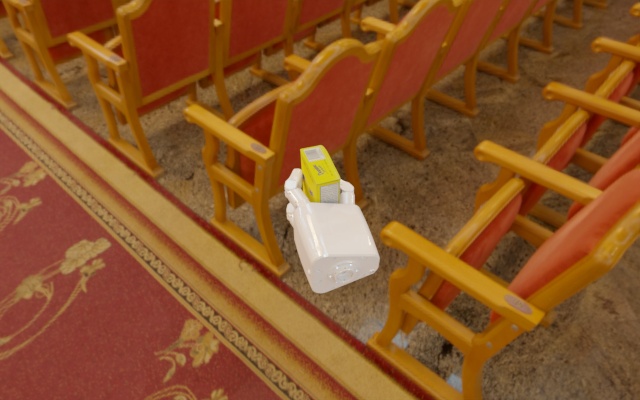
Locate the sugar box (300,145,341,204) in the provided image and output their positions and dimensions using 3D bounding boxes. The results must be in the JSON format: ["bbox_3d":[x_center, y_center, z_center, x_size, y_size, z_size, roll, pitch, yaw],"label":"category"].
[{"bbox_3d":[0.000,0.003,0.814,0.048,0.176,0.093,-12,46,-13],"label":"sugar box"}]
